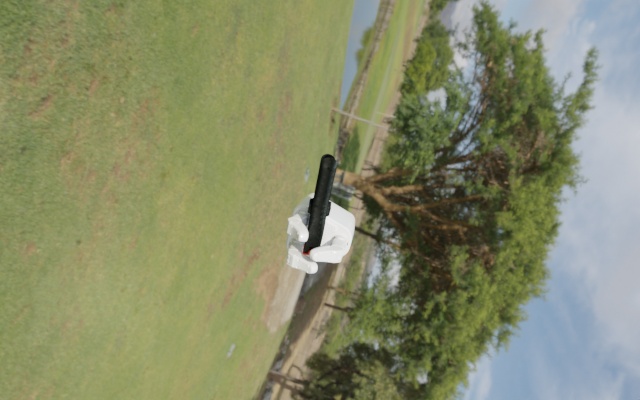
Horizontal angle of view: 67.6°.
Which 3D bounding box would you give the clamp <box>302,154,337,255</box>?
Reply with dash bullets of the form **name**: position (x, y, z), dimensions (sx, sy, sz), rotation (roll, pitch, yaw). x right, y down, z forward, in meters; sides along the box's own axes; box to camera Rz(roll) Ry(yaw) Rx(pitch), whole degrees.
- **clamp**: position (0.001, 0.003, 0.776), dimensions (0.039, 0.171, 0.120), rotation (15, 17, 3)
